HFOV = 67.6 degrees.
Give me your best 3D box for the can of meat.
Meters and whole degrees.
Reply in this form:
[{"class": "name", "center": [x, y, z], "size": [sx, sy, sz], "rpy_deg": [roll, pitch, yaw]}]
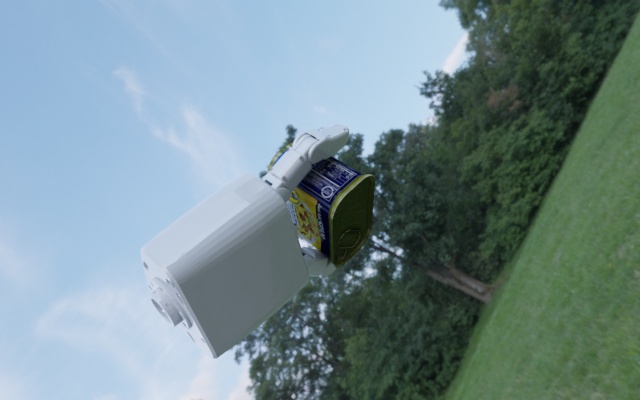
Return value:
[{"class": "can of meat", "center": [0.000, 0.001, 0.453], "size": [0.084, 0.102, 0.057], "rpy_deg": [33, 58, 27]}]
